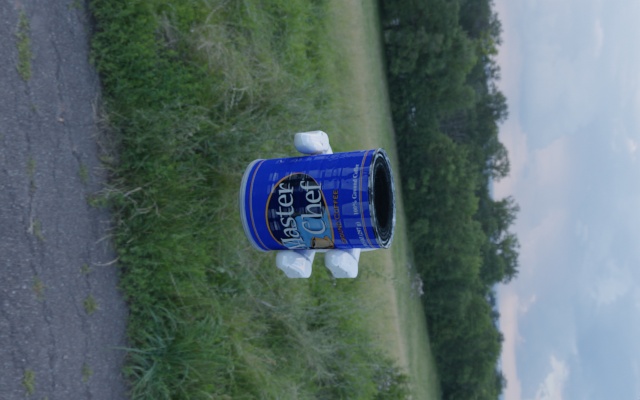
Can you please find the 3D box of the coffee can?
[{"bbox_3d":[0.000,0.002,0.506,0.140,0.103,0.103,-3,-1,21],"label":"coffee can"}]
